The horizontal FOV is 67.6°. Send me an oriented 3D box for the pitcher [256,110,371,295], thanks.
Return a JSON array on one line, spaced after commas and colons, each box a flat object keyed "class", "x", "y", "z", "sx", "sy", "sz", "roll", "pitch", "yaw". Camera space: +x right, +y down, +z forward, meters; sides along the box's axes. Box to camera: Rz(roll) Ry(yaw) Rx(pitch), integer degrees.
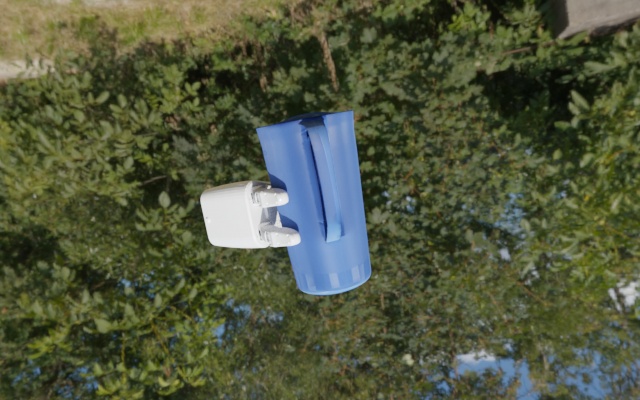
[{"class": "pitcher", "x": 0.000, "y": 0.002, "z": 0.654, "sx": 0.145, "sy": 0.243, "sz": 0.149, "roll": -5, "pitch": 10, "yaw": 35}]
